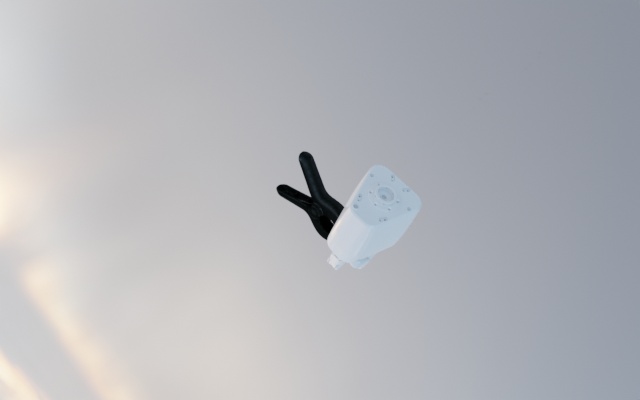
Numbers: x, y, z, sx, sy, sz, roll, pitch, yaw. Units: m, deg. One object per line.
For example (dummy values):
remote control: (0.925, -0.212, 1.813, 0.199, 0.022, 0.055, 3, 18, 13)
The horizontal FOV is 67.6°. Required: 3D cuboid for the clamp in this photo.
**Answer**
clamp: (0.000, 0.003, 0.784, 0.039, 0.171, 0.120, -38, -15, -33)
